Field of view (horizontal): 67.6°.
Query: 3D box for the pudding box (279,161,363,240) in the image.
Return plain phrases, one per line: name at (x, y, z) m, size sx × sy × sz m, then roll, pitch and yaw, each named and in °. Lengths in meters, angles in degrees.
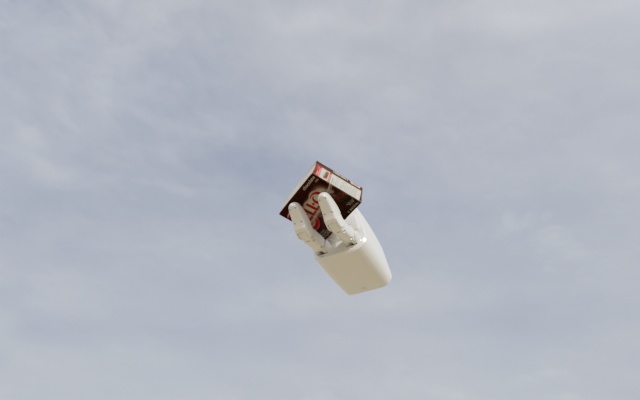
pudding box at (0.000, 0.002, 0.754) m, size 0.090 × 0.039 × 0.113 m, roll 29°, pitch -51°, yaw -13°
